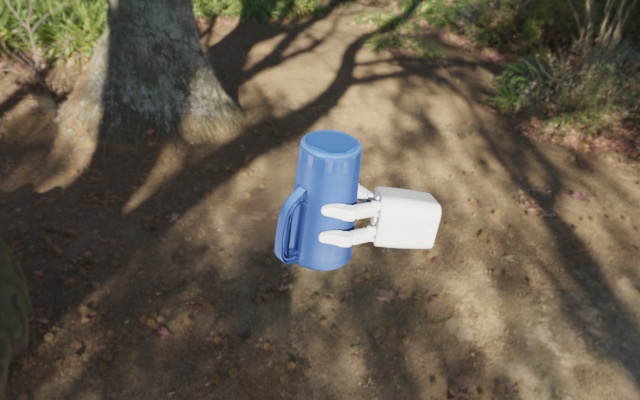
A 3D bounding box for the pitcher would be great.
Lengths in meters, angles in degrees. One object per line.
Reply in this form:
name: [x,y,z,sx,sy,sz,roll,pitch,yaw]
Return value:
pitcher: [0.000,0.003,0.875,0.145,0.243,0.149,7,32,1]
